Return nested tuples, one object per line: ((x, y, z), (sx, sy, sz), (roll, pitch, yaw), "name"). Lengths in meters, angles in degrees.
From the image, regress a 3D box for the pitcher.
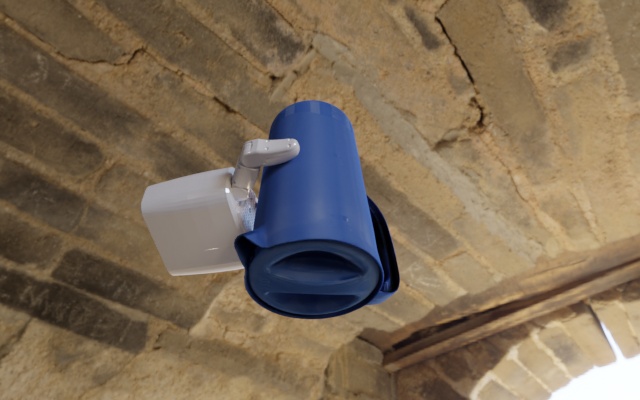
((0.000, 0.002, 0.538), (0.145, 0.242, 0.149), (-10, -45, 9), "pitcher")
